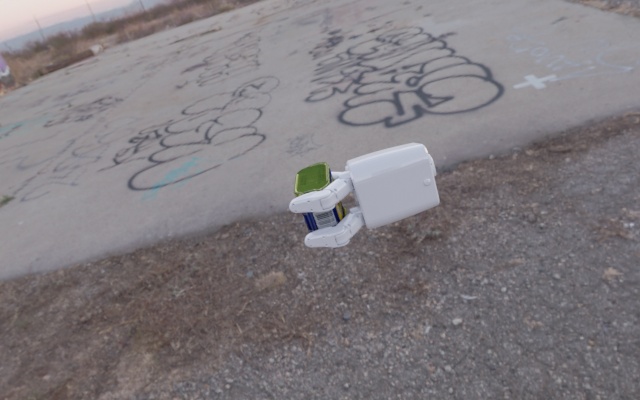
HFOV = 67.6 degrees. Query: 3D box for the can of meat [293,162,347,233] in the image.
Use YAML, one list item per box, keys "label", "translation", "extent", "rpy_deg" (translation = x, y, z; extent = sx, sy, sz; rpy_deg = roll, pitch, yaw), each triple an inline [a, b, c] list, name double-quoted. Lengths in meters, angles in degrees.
- label: "can of meat"
  translation: [0.000, 0.002, 0.686]
  extent: [0.057, 0.084, 0.102]
  rpy_deg: [-16, 24, 7]
